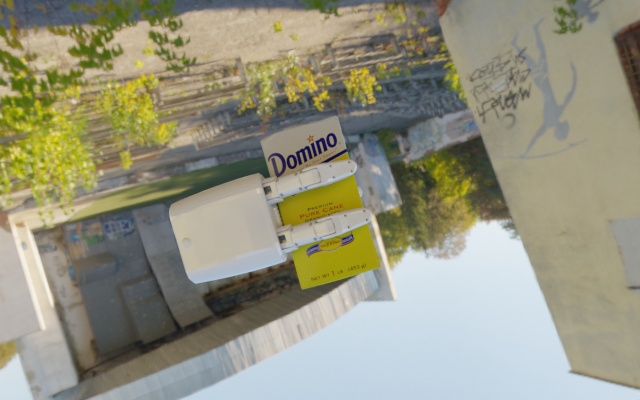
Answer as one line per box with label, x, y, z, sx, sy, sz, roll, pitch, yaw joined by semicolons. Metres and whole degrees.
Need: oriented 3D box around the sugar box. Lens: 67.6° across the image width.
sugar box;0.000;0.002;0.541;0.093;0.176;0.048;-17;-1;4
